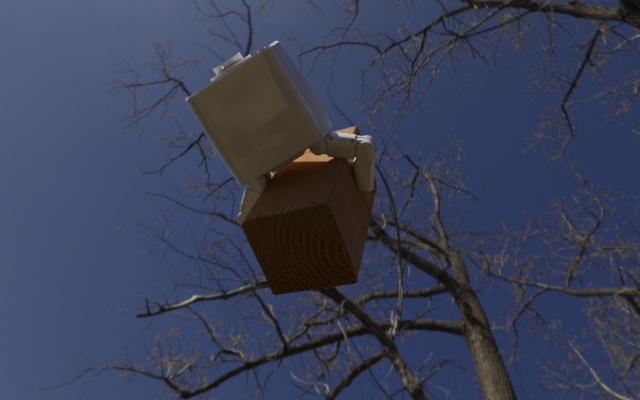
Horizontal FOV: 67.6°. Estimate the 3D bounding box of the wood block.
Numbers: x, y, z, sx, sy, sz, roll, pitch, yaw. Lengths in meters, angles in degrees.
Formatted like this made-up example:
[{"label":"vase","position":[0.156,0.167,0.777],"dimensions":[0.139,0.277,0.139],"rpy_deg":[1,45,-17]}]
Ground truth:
[{"label":"wood block","position":[0.000,0.001,0.531],"dimensions":[0.091,0.090,0.206],"rpy_deg":[-12,24,19]}]
